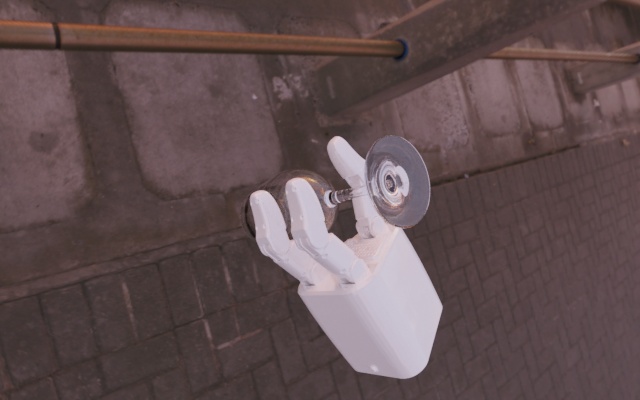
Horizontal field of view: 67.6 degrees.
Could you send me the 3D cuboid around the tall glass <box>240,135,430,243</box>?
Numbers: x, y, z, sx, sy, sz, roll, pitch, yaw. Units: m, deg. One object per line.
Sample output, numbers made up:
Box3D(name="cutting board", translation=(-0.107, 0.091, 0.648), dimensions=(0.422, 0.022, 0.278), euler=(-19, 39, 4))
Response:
Box3D(name="tall glass", translation=(0.000, 0.001, 0.448), dimensions=(0.079, 0.079, 0.201), euler=(0, -9, -39))
